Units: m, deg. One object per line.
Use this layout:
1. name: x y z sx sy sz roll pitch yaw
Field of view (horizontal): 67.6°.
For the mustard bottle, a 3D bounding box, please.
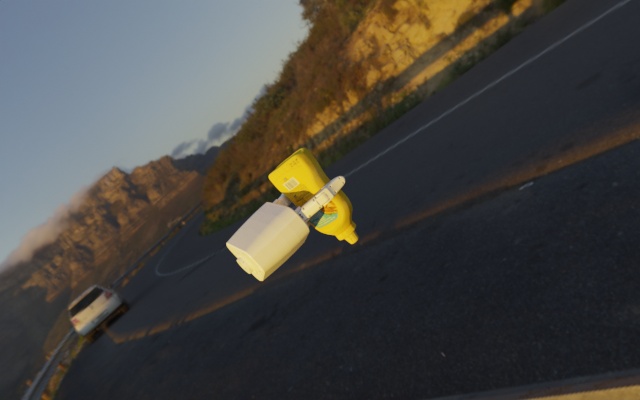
1. mustard bottle: 0.000 0.002 0.848 0.096 0.191 0.058 -32 13 44
